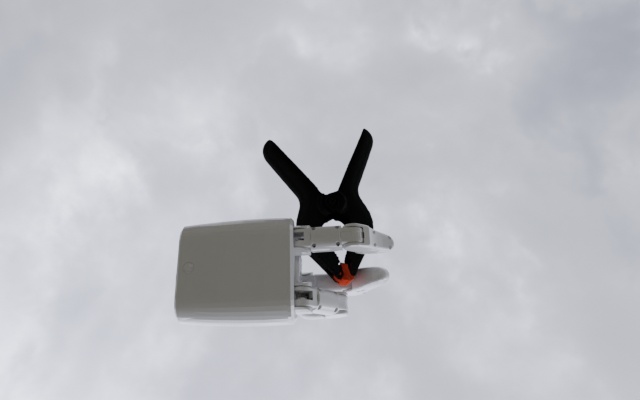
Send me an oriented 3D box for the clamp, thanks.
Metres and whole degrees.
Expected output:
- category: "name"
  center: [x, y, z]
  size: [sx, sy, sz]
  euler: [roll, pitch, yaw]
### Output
- category: "clamp"
  center: [0.000, 0.002, 0.497]
  size: [0.120, 0.171, 0.039]
  euler: [-2, -23, 0]
